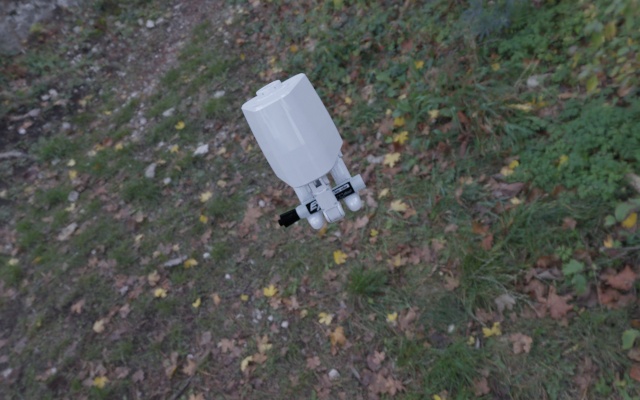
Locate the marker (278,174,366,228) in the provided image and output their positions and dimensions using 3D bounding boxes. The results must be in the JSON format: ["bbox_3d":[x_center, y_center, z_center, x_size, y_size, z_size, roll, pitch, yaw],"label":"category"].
[{"bbox_3d":[0.000,0.002,0.612,0.121,0.020,0.020,-27,-3,5],"label":"marker"}]
